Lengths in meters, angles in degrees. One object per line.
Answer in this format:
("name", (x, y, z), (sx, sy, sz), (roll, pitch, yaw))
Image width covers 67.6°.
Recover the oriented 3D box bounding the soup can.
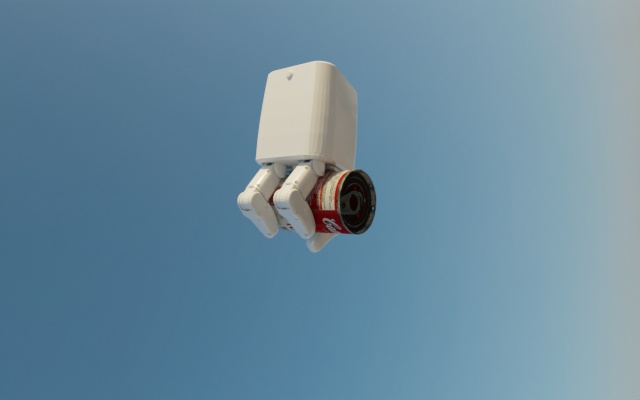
("soup can", (0.000, 0.002, 0.524), (0.102, 0.068, 0.068), (0, 0, 39))
